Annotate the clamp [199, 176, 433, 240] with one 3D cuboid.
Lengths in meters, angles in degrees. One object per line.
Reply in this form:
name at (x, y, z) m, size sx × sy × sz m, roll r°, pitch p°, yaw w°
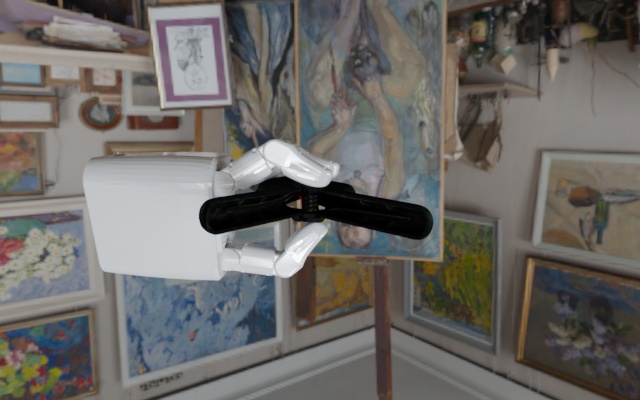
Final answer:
clamp at (0.000, 0.002, 0.420) m, size 0.164 × 0.036 × 0.210 m, roll 4°, pitch 8°, yaw 0°
